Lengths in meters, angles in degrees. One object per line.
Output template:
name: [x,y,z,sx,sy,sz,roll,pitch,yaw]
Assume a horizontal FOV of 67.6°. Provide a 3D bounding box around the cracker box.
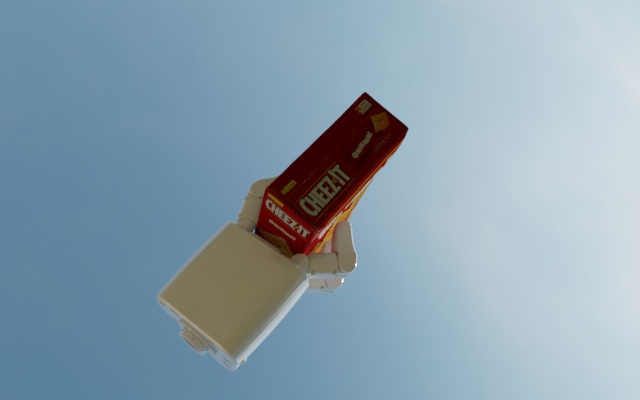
cracker box: [0.000,0.002,0.555,0.072,0.164,0.214,39,-28,6]
